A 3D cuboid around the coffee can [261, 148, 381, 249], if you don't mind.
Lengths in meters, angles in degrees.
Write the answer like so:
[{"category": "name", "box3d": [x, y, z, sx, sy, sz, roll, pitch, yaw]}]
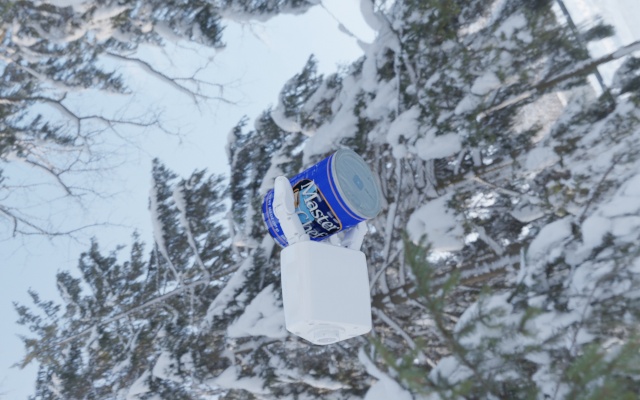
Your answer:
[{"category": "coffee can", "box3d": [0.000, 0.002, 0.681, 0.140, 0.102, 0.103, -27, -16, 32]}]
